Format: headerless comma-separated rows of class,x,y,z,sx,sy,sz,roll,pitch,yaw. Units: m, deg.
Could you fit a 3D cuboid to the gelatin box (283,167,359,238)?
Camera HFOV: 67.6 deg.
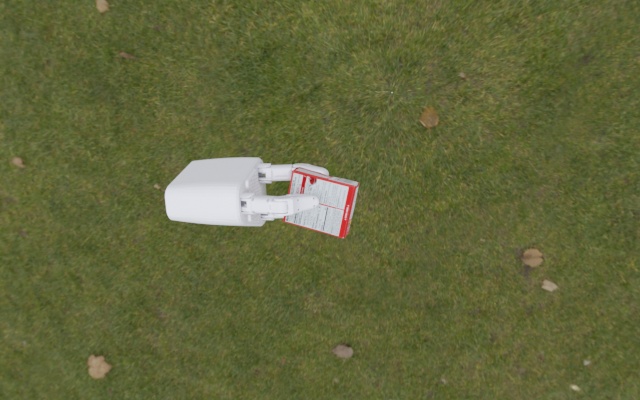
gelatin box,0.000,0.002,0.632,0.089,0.073,0.030,15,17,13
